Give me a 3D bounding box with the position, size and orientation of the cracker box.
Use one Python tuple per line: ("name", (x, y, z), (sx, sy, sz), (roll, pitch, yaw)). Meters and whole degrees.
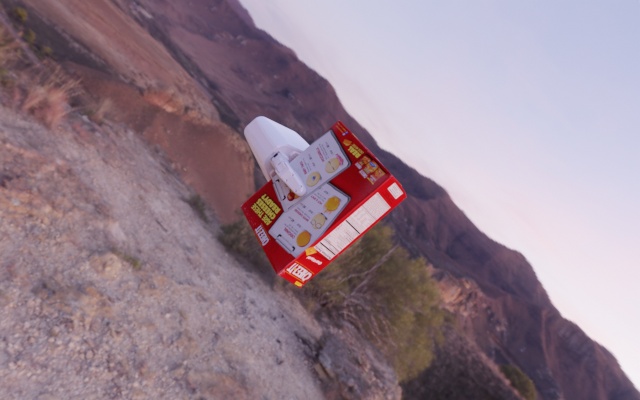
("cracker box", (0.000, 0.002, 0.732), (0.072, 0.214, 0.164), (43, 8, -46))
